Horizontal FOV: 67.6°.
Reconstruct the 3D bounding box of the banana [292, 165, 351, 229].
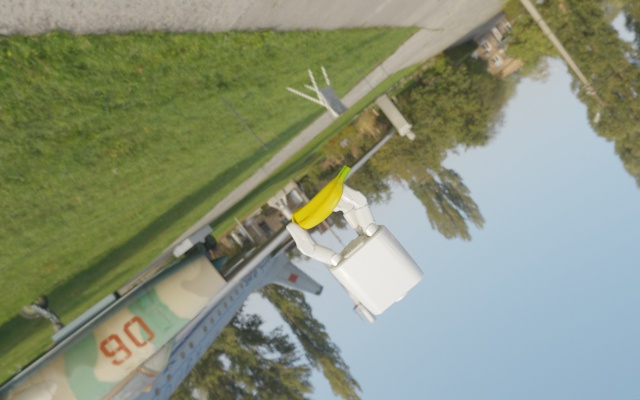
[{"bbox_3d":[-0.008,0.013,0.762,0.069,0.037,0.198,-50,6,-33],"label":"banana"}]
